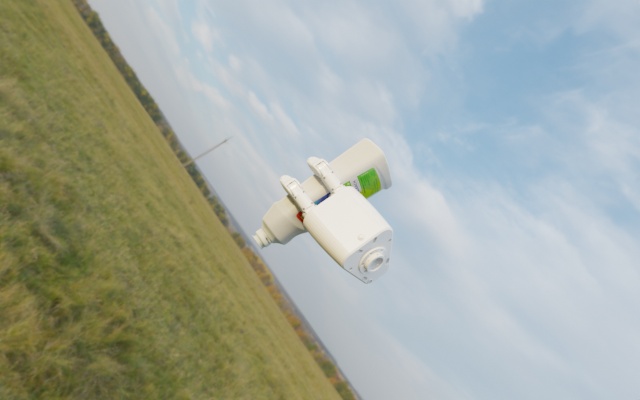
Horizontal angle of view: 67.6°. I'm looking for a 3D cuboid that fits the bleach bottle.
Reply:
[{"bbox_3d":[0.000,0.003,0.802,0.251,0.103,0.068,-35,51,-9],"label":"bleach bottle"}]
